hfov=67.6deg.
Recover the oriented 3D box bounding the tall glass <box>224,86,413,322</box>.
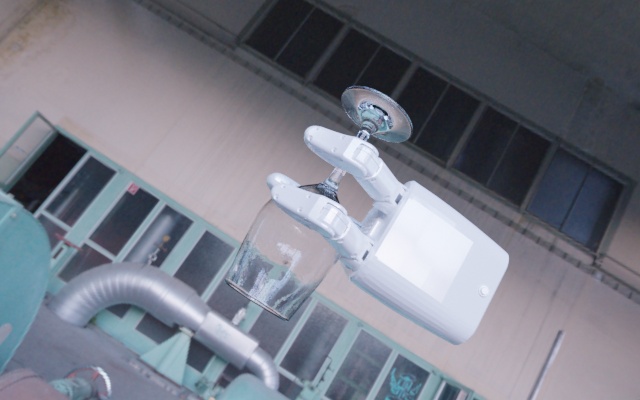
[{"bbox_3d":[0.000,0.001,0.411,0.079,0.201,0.079,30,-17,10],"label":"tall glass"}]
